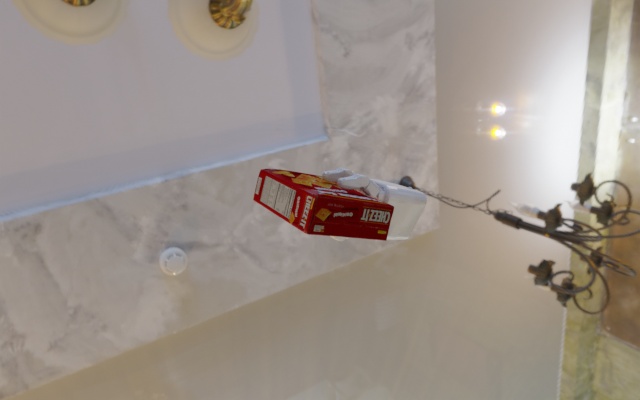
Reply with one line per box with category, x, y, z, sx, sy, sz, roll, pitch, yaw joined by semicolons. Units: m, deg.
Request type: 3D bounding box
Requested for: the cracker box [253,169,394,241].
cracker box;0.000;0.003;0.854;0.164;0.072;0.213;7;11;-33
